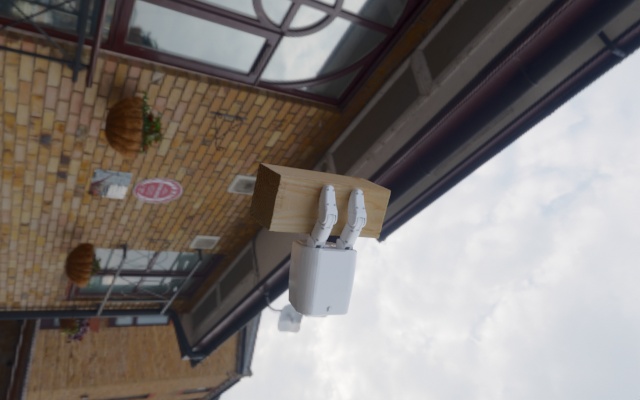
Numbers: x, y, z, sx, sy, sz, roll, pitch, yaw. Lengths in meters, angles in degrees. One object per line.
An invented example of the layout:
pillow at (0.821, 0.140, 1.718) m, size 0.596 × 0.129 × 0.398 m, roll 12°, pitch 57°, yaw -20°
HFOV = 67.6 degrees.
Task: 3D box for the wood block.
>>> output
wood block at (0.000, 0.003, 0.792) m, size 0.206 × 0.090 × 0.090 m, roll 7°, pitch 12°, yaw -31°
